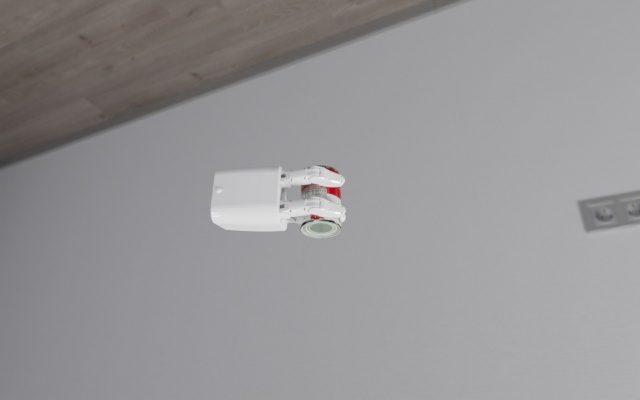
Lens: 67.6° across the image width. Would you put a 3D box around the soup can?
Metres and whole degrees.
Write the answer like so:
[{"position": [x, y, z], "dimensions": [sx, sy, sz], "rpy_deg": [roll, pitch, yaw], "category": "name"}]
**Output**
[{"position": [0.001, 0.003, 0.784], "dimensions": [0.068, 0.102, 0.068], "rpy_deg": [0, -28, 0], "category": "soup can"}]
